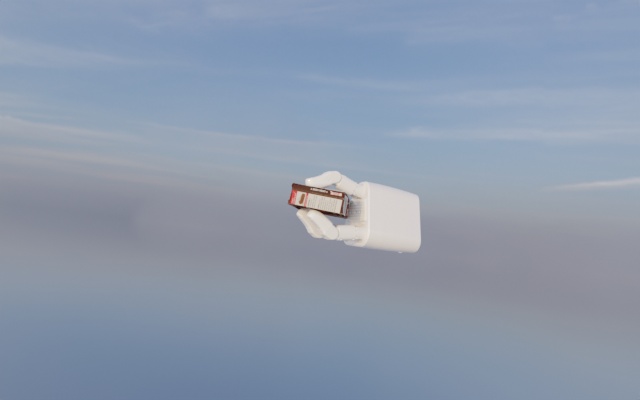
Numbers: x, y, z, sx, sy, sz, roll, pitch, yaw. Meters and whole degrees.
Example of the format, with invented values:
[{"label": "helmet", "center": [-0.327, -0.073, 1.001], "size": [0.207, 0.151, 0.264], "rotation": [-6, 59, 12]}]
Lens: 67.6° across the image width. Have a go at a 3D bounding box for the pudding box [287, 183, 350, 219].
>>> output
[{"label": "pudding box", "center": [0.000, 0.002, 0.790], "size": [0.090, 0.039, 0.113], "rotation": [10, -6, 7]}]
